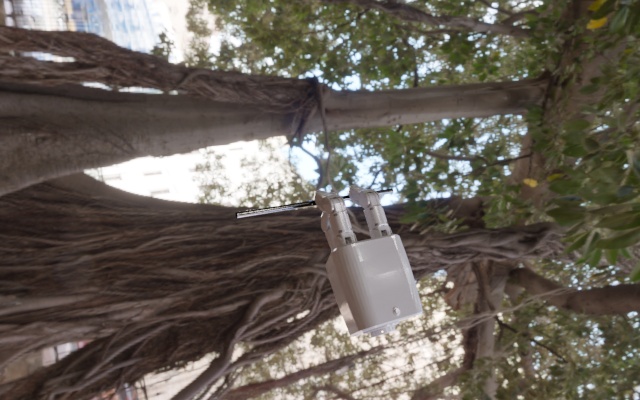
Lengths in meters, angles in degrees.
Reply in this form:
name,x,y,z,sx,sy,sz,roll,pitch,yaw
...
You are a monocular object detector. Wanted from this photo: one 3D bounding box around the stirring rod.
name,x,y,z,sx,sy,sz,roll,pitch,yaw
stirring rod,0.000,0.002,0.659,0.239,0.011,0.011,-9,4,-26
